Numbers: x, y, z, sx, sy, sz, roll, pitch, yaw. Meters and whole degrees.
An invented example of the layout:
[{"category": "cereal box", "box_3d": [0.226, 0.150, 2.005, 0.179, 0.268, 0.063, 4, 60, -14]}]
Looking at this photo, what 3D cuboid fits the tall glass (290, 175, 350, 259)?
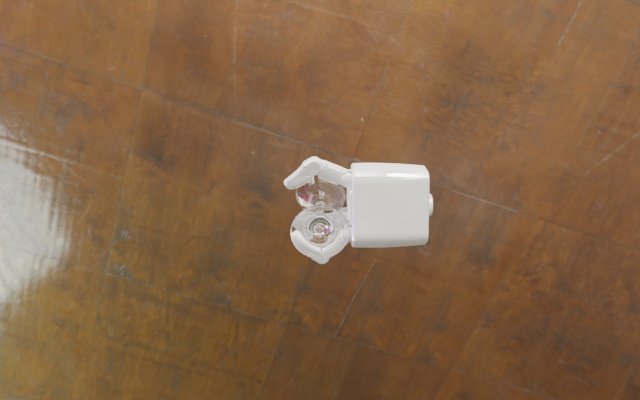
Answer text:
[{"category": "tall glass", "box_3d": [0.000, 0.002, 0.687, 0.079, 0.079, 0.201, 0, 23, 0]}]
